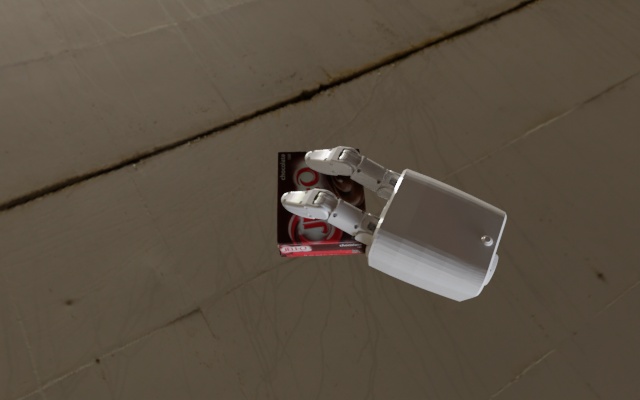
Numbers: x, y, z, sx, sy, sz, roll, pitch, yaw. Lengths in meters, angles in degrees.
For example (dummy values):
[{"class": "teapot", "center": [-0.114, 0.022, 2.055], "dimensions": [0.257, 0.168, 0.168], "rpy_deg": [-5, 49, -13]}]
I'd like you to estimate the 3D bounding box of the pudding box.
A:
[{"class": "pudding box", "center": [0.000, 0.002, 0.502], "dimensions": [0.090, 0.113, 0.039], "rpy_deg": [-2, -31, -1]}]
